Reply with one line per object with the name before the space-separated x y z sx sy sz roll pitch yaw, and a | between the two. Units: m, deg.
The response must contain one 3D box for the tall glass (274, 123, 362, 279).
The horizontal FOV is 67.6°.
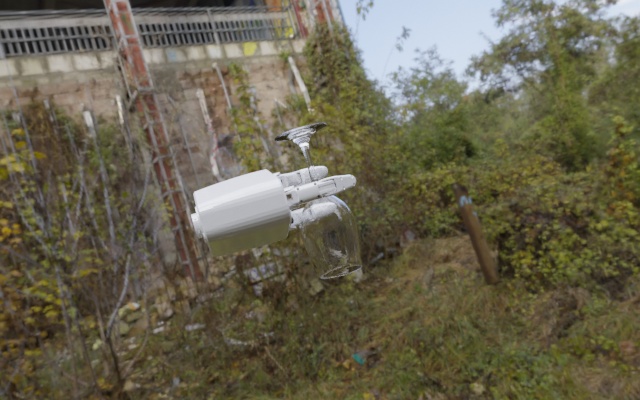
tall glass | 0.000 0.001 0.650 0.079 0.201 0.079 -16 0 0
